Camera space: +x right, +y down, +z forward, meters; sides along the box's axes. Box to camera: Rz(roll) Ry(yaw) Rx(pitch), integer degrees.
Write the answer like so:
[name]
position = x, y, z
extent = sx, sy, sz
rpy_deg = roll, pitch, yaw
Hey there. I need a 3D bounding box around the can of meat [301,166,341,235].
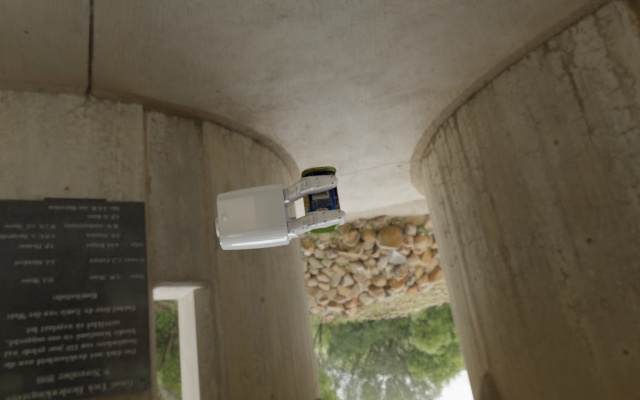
[can of meat]
position = 0.000, 0.003, 0.783
extent = 0.057, 0.084, 0.102
rpy_deg = -5, -19, -7
